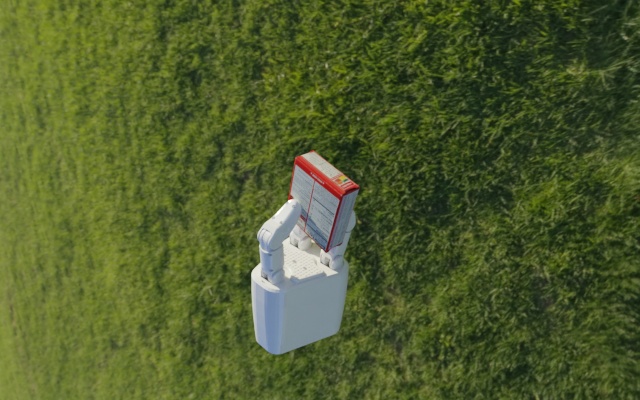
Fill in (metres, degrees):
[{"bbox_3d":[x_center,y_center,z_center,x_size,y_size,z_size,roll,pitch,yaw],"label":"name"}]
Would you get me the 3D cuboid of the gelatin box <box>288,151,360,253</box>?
[{"bbox_3d":[0.000,0.002,0.525,0.030,0.089,0.073,-26,54,-36],"label":"gelatin box"}]
